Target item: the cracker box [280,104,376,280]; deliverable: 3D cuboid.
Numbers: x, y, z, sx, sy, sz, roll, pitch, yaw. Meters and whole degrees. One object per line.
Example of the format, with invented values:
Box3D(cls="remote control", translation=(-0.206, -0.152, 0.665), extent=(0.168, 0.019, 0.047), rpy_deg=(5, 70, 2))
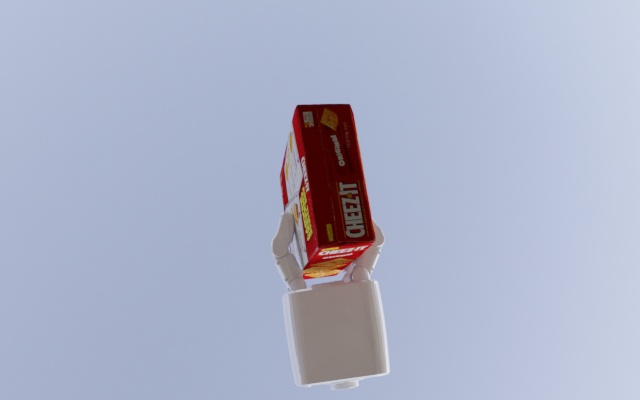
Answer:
Box3D(cls="cracker box", translation=(0.000, 0.002, 0.600), extent=(0.072, 0.164, 0.214), rpy_deg=(-6, -17, -12))
